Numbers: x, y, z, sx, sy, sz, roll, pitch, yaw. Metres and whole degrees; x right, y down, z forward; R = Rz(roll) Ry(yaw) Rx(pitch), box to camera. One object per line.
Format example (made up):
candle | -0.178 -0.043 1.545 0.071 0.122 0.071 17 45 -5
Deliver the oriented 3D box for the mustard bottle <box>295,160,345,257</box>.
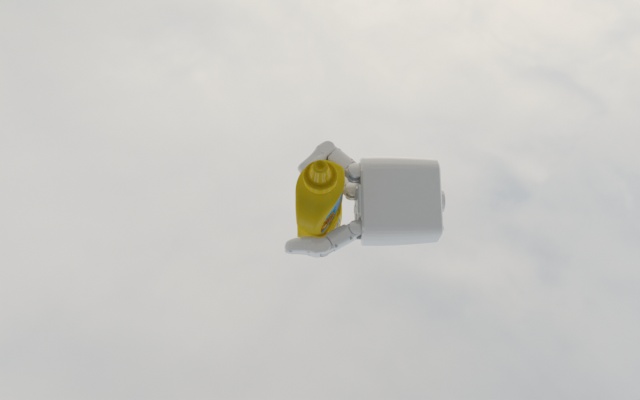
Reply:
mustard bottle | 0.000 0.002 0.630 0.058 0.096 0.192 22 -23 9
